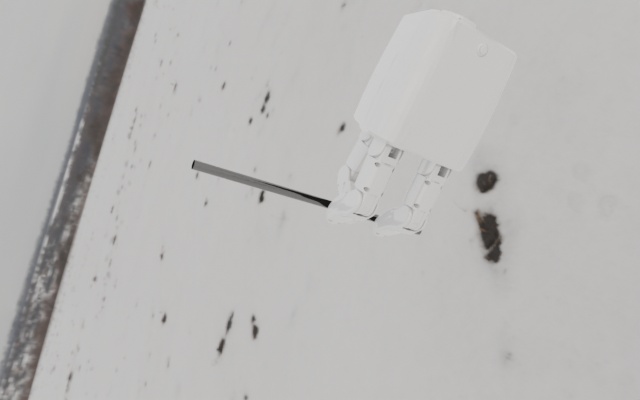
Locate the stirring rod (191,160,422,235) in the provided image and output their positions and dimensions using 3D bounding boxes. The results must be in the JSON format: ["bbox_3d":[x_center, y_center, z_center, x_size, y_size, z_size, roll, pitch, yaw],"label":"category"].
[{"bbox_3d":[0.000,0.001,0.438,0.239,0.011,0.011,17,-8,-28],"label":"stirring rod"}]
